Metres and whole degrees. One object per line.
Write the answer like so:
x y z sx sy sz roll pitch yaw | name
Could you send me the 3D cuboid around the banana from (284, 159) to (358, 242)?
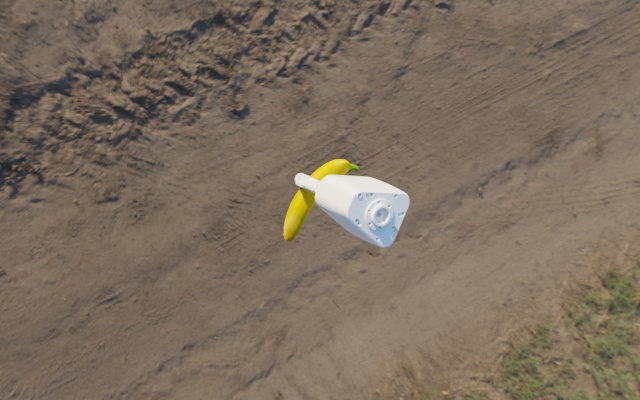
-0.008 -0.012 0.874 0.070 0.198 0.037 51 -11 -32 | banana
